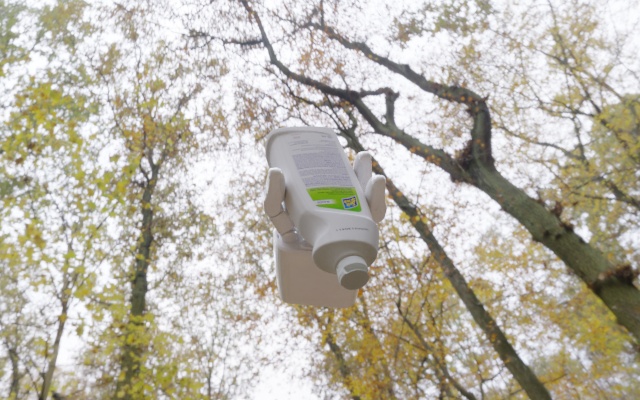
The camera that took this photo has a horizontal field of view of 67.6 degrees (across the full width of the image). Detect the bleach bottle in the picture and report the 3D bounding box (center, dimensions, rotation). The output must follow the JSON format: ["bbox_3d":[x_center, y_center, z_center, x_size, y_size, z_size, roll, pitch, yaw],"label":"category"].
[{"bbox_3d":[0.000,0.002,0.555,0.102,0.068,0.250,-5,38,-11],"label":"bleach bottle"}]
